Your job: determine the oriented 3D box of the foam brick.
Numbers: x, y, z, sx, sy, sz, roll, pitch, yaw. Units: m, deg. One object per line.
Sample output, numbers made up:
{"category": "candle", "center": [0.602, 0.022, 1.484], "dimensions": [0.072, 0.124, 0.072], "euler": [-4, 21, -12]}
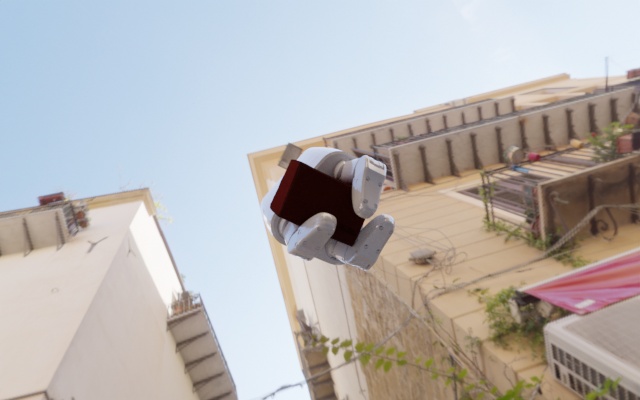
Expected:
{"category": "foam brick", "center": [0.000, 0.001, 0.441], "dimensions": [0.078, 0.053, 0.051], "euler": [24, 2, -18]}
